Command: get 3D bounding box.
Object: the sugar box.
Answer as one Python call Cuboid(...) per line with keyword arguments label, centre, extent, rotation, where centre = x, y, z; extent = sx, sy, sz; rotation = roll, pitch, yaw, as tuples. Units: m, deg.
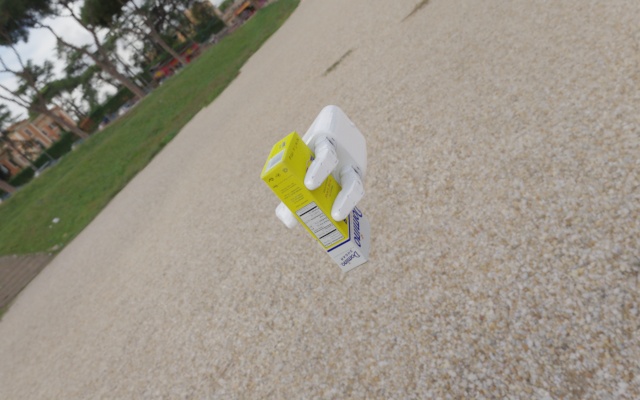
Cuboid(label="sugar box", centre=(0.000, 0.002, 0.628), extent=(0.048, 0.176, 0.093), rotation=(-33, 22, 25))
